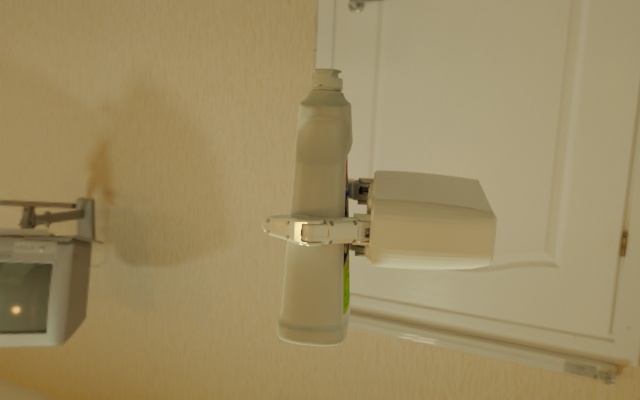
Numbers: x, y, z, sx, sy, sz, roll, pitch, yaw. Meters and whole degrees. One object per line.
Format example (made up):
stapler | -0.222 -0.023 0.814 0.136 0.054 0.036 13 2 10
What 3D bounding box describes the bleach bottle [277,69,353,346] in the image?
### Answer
bleach bottle | 0.000 0.002 0.462 0.068 0.251 0.102 3 7 6
